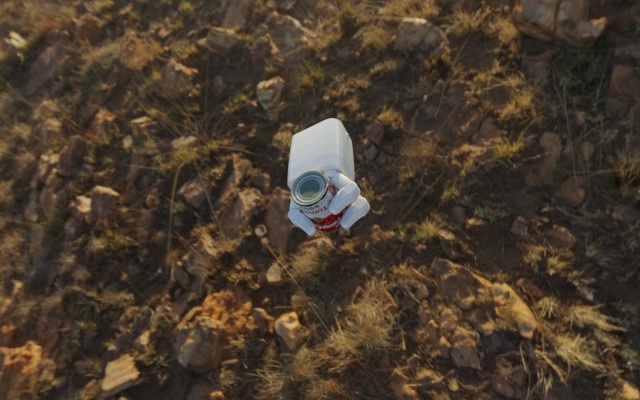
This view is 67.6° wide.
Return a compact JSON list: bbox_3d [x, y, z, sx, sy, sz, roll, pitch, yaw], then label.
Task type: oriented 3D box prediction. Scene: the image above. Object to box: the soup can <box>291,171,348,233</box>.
[{"bbox_3d":[0.000,0.003,0.806,0.068,0.068,0.102,0,-28,24],"label":"soup can"}]
